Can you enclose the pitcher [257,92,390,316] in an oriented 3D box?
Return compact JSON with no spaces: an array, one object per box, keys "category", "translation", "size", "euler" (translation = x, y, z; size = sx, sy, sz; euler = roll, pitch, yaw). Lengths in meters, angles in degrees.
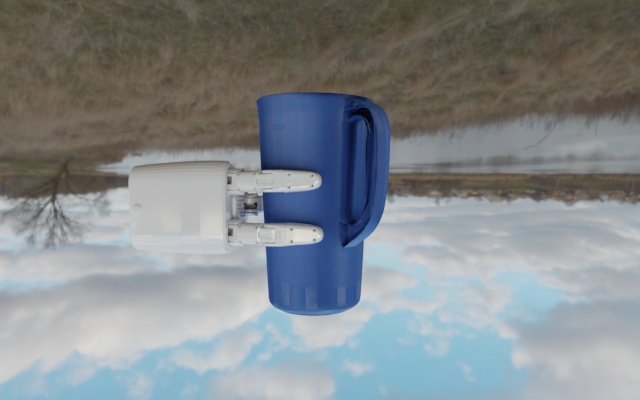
[{"category":"pitcher","translation":[0.000,0.002,0.543],"size":[0.145,0.243,0.149],"euler":[0,3,3]}]
